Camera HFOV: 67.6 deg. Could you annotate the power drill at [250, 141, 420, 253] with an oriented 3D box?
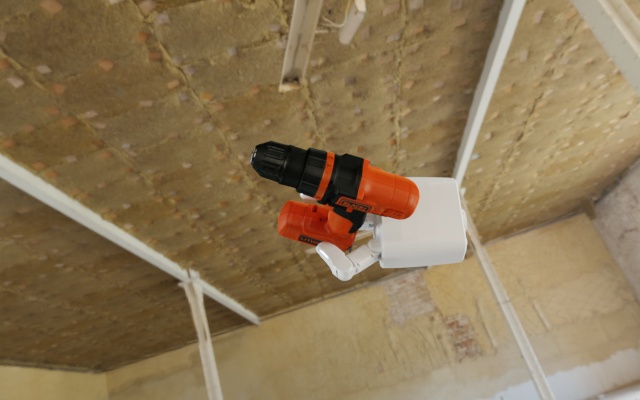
[{"bbox_3d":[0.000,0.002,0.568,0.184,0.057,0.188,17,-22,-8],"label":"power drill"}]
